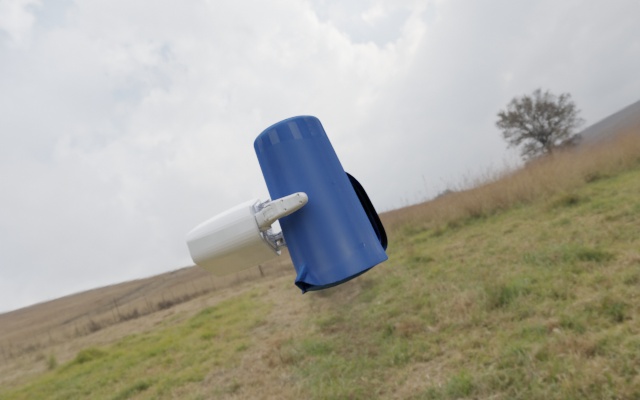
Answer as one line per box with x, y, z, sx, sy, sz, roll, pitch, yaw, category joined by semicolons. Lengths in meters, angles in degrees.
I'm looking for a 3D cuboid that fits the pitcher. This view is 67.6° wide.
0.000;0.002;0.704;0.145;0.243;0.149;-23;-8;5;pitcher
